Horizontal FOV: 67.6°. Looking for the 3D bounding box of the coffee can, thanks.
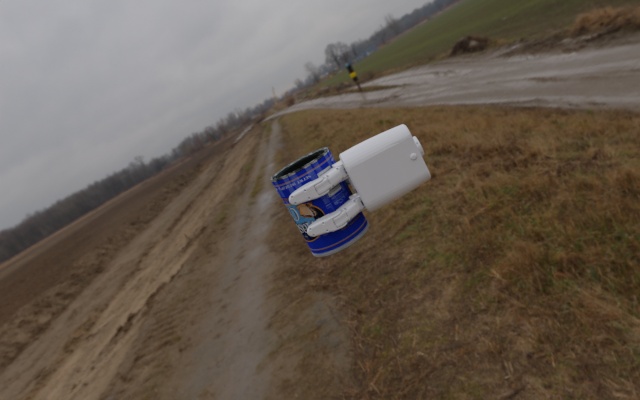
[{"bbox_3d":[0.000,0.003,0.747,0.103,0.140,0.102,-27,13,7],"label":"coffee can"}]
